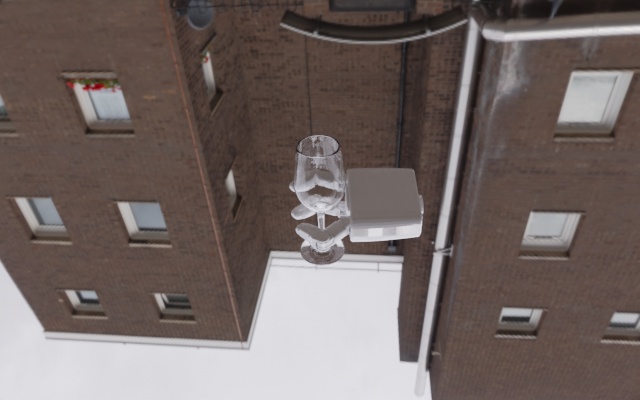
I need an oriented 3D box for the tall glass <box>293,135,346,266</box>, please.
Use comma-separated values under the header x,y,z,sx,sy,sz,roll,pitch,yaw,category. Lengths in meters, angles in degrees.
x,y,z,sx,sy,sz,roll,pitch,yaw,category
0.000,0.003,0.727,0.079,0.201,0.079,-2,38,1,tall glass
